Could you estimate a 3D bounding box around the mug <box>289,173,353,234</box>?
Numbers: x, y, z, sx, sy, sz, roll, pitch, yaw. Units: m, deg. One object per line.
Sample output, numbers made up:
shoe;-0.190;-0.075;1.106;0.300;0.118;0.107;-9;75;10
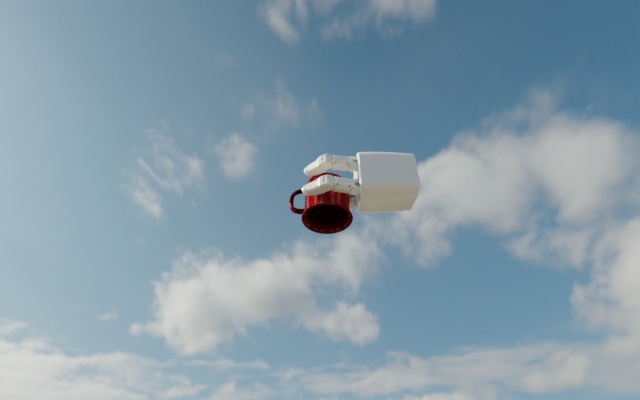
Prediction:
mug;-0.001;0.003;0.886;0.117;0.081;0.093;0;-40;-1
